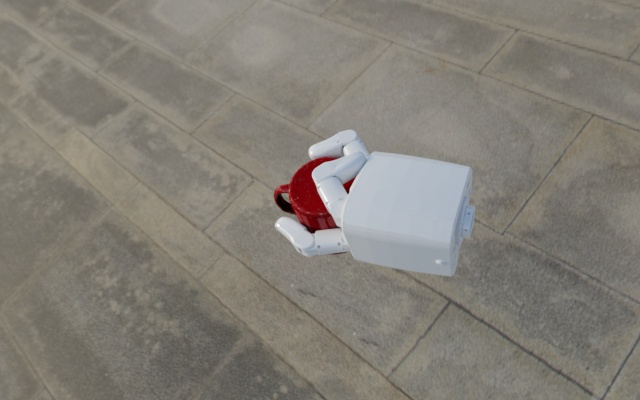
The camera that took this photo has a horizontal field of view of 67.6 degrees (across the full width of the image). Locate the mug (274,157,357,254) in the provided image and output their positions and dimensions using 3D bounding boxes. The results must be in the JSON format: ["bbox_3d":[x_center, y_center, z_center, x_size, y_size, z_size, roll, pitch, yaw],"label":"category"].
[{"bbox_3d":[-0.001,0.001,0.561,0.117,0.093,0.082,9,-30,21],"label":"mug"}]
